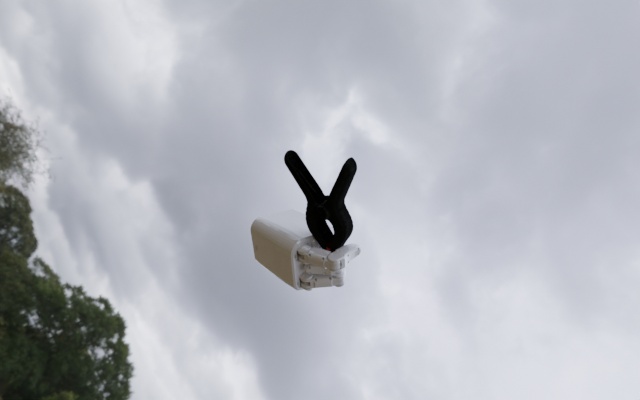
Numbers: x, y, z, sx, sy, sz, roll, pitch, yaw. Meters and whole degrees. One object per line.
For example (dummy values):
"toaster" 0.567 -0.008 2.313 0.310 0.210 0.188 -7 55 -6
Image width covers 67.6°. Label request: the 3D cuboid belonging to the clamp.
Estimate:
"clamp" 0.001 0.002 0.703 0.120 0.172 0.039 24 38 35
